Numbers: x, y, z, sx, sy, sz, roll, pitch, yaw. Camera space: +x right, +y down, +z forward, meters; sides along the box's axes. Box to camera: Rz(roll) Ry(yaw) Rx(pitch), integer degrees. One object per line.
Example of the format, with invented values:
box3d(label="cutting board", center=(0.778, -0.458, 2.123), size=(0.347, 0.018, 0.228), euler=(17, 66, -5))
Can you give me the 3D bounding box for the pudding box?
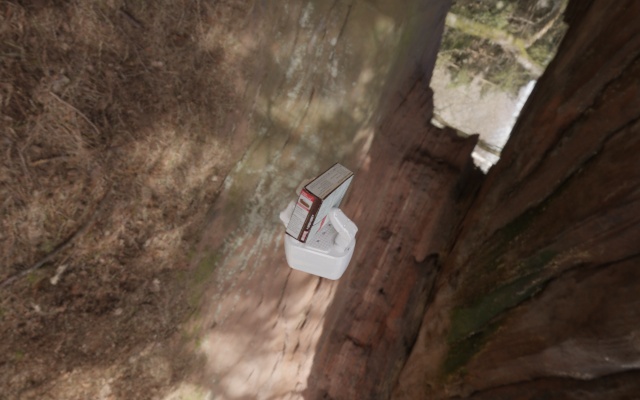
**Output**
box3d(label="pudding box", center=(0.000, 0.002, 0.723), size=(0.039, 0.090, 0.113), euler=(31, 34, 12))
